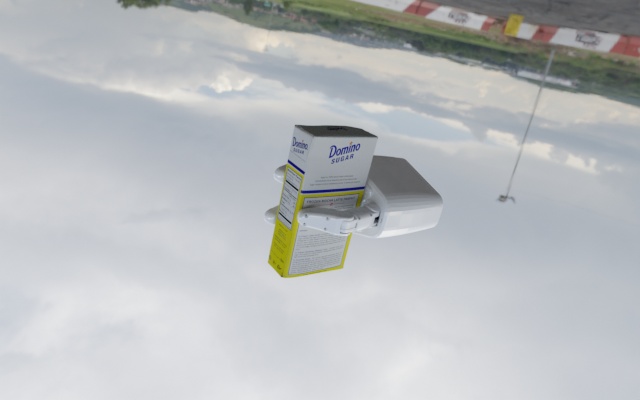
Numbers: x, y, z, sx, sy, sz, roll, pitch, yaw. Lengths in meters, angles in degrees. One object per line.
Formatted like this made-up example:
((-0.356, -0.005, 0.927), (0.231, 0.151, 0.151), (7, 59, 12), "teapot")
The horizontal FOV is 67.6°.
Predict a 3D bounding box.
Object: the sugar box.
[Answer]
((0.000, 0.002, 0.554), (0.093, 0.176, 0.048), (-4, 26, -37), "sugar box")
